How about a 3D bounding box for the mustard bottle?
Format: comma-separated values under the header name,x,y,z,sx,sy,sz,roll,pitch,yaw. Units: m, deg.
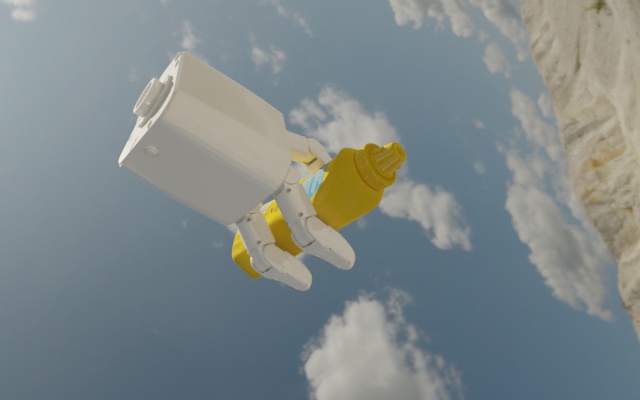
name,x,y,z,sx,sy,sz,roll,pitch,yaw
mustard bottle,0.000,0.002,0.448,0.192,0.058,0.096,-34,14,36
